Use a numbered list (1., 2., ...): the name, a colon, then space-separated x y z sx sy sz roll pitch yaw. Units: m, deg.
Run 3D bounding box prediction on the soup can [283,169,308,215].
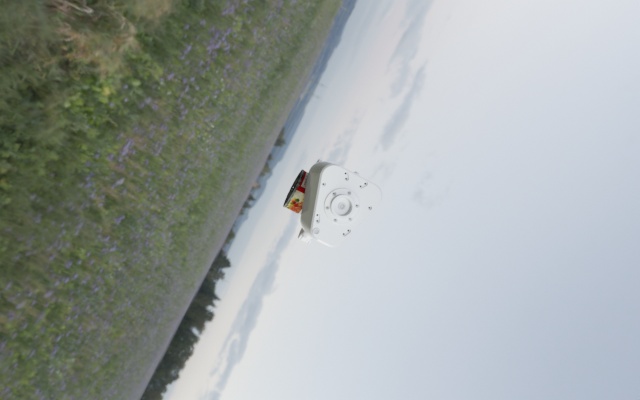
1. soup can: 0.000 0.003 0.771 0.102 0.068 0.068 27 -5 -9
